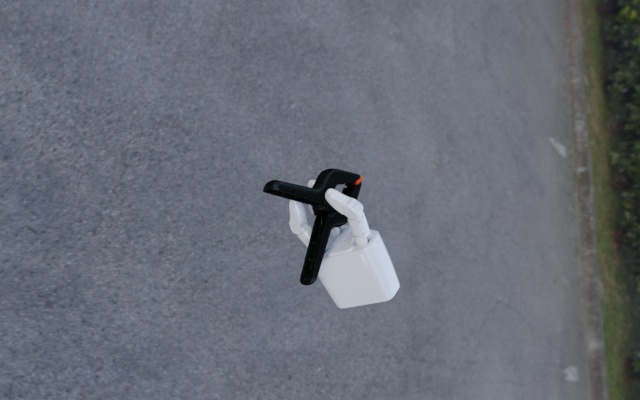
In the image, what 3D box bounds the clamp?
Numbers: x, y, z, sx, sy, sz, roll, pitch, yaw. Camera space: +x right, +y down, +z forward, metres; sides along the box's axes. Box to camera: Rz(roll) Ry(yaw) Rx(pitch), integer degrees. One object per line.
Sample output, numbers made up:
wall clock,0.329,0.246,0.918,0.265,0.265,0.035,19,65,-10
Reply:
clamp,0.001,0.002,0.730,0.036,0.165,0.210,-4,31,38
